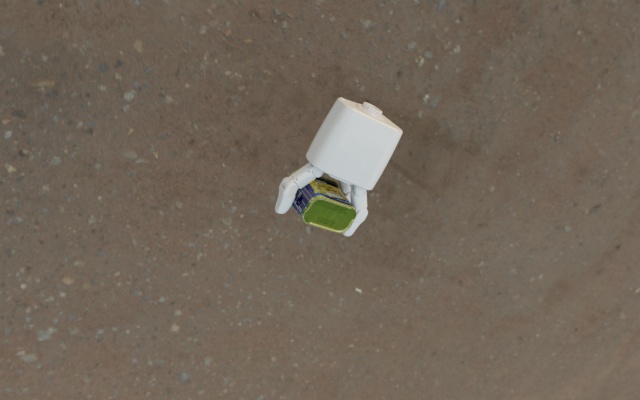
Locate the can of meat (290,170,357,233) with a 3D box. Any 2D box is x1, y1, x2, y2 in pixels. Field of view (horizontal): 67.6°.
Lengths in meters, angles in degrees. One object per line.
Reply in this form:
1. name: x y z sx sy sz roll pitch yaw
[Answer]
1. can of meat: 0.000 0.003 0.775 0.102 0.057 0.084 18 22 -36
